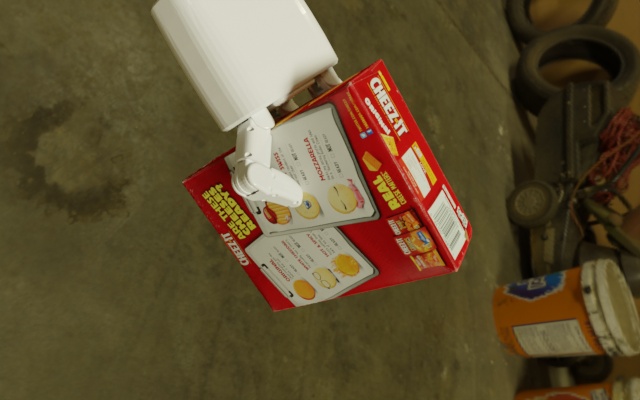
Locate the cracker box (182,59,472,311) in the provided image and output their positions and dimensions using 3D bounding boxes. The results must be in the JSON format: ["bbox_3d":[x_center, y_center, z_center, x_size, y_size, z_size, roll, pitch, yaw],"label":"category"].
[{"bbox_3d":[0.000,0.001,0.428,0.214,0.164,0.072,-22,16,40],"label":"cracker box"}]
